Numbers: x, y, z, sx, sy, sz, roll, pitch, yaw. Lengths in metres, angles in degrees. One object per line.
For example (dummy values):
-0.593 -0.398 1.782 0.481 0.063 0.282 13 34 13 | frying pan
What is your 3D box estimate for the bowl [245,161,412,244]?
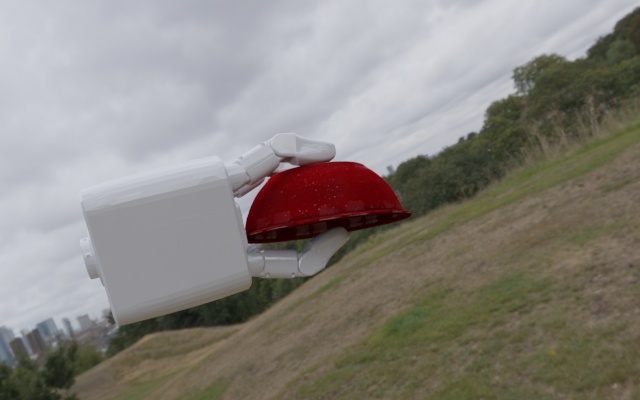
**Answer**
0.001 0.001 0.446 0.162 0.055 0.162 -8 -8 -1 | bowl
